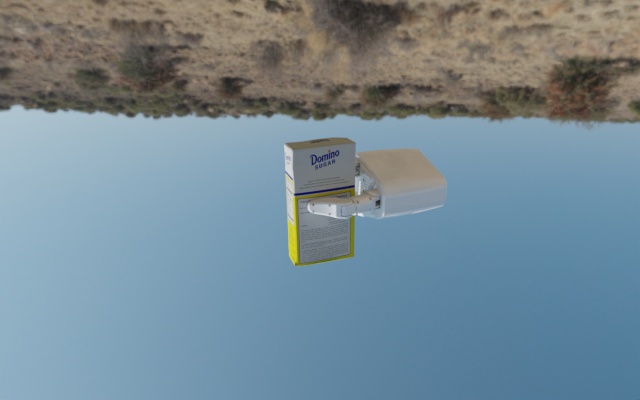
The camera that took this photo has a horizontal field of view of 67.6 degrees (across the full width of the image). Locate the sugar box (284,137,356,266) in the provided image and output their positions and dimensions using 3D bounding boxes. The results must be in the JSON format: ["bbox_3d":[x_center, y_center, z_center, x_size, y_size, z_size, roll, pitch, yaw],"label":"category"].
[{"bbox_3d":[0.000,0.002,0.677,0.093,0.176,0.048,-8,21,-18],"label":"sugar box"}]
